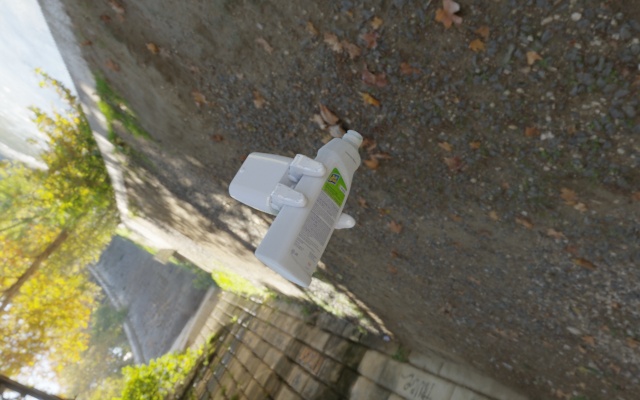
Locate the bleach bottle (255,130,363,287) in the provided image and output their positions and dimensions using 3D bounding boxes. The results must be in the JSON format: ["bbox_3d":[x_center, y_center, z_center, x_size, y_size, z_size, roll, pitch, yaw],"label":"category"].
[{"bbox_3d":[0.000,0.002,0.749,0.068,0.250,0.103,17,-21,40],"label":"bleach bottle"}]
